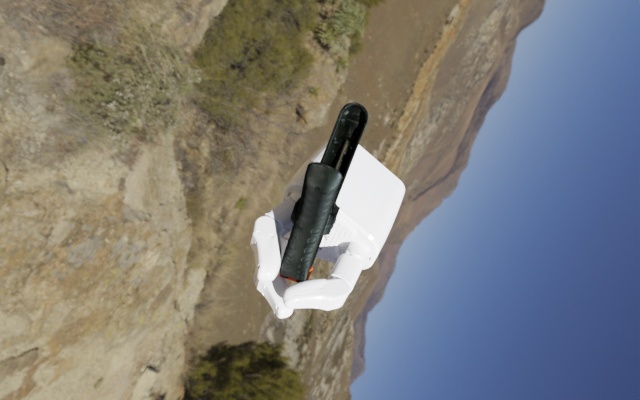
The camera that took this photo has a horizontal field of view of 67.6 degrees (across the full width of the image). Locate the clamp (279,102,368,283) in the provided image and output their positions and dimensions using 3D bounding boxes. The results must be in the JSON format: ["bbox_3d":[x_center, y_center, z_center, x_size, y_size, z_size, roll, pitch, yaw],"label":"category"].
[{"bbox_3d":[0.001,0.002,0.408,0.039,0.172,0.120,27,46,6],"label":"clamp"}]
